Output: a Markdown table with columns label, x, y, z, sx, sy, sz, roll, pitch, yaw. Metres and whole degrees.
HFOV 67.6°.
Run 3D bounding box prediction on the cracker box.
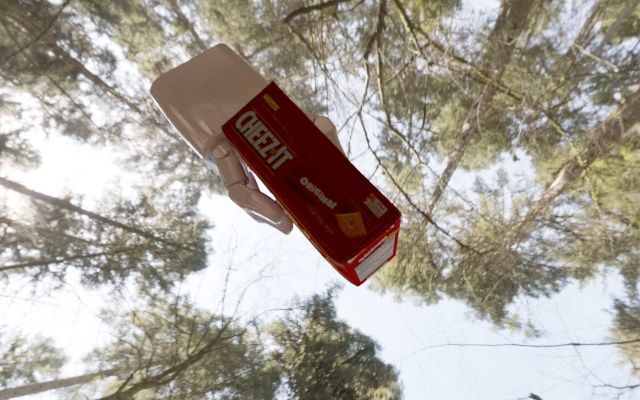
| label | x | y | z | sx | sy | sz | roll | pitch | yaw |
| --- | --- | --- | --- | --- | --- | --- | --- | --- | --- |
| cracker box | 0.000 | 0.002 | 0.488 | 0.072 | 0.164 | 0.214 | -42 | -16 | -4 |
